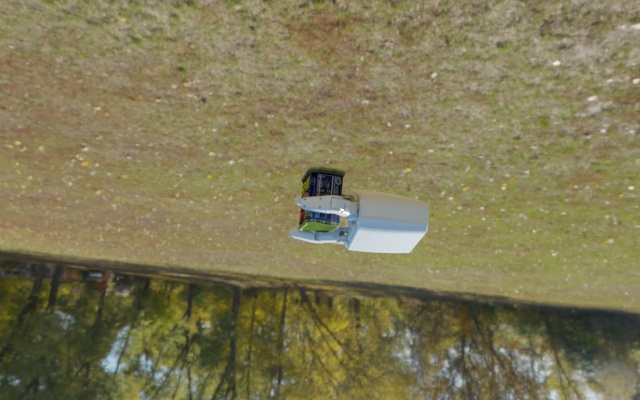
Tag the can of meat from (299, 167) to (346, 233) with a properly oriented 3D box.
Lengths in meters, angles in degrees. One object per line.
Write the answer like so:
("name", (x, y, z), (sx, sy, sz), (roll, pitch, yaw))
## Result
("can of meat", (0.000, 0.003, 0.733), (0.057, 0.084, 0.102), (7, -12, -10))
